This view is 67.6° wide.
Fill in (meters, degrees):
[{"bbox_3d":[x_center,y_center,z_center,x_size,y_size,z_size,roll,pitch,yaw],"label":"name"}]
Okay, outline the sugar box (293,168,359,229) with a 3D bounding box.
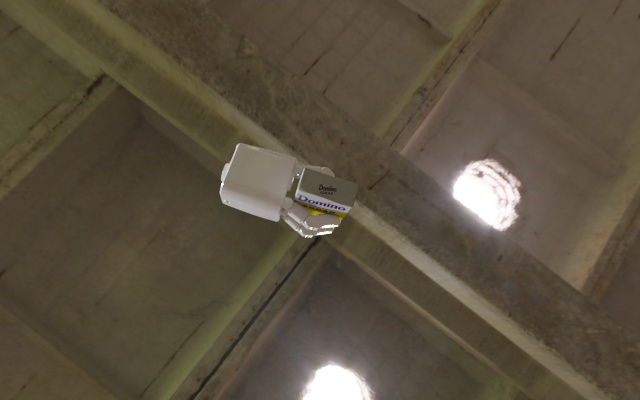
[{"bbox_3d":[0.000,0.003,0.822,0.093,0.048,0.176,18,-15,-3],"label":"sugar box"}]
